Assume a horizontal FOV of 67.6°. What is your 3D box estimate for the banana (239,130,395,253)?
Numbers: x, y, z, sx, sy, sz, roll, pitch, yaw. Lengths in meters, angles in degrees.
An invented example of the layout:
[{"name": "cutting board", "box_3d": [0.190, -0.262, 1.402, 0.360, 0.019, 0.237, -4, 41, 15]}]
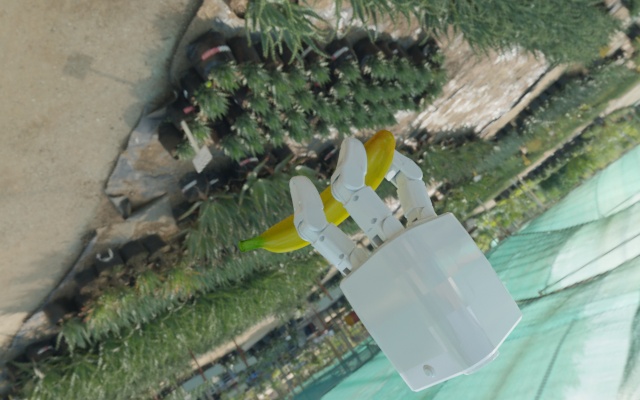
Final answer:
[{"name": "banana", "box_3d": [0.007, 0.003, 0.465, 0.198, 0.037, 0.069, -39, -18, 27]}]
